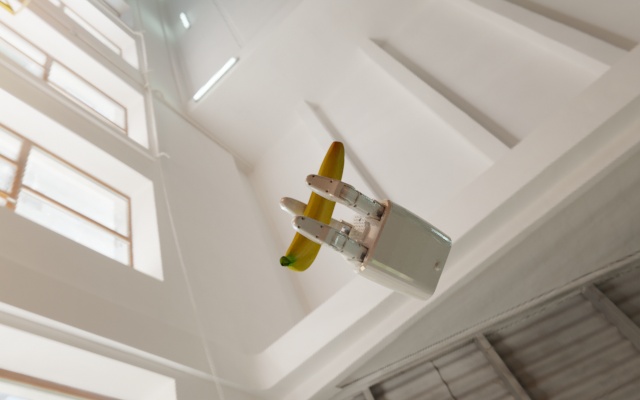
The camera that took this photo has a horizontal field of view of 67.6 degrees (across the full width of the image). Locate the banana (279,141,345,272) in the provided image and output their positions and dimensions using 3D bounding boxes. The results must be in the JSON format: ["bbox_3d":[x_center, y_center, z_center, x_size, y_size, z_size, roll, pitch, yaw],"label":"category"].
[{"bbox_3d":[-0.003,0.015,0.596,0.037,0.197,0.070,19,-35,4],"label":"banana"}]
